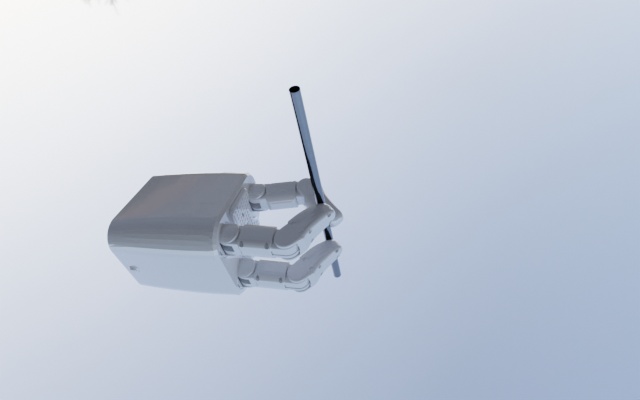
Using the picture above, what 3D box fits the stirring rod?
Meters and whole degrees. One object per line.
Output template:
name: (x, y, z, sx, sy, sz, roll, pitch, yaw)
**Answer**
stirring rod: (0.000, 0.001, 0.415, 0.011, 0.011, 0.240, 0, -40, 11)
